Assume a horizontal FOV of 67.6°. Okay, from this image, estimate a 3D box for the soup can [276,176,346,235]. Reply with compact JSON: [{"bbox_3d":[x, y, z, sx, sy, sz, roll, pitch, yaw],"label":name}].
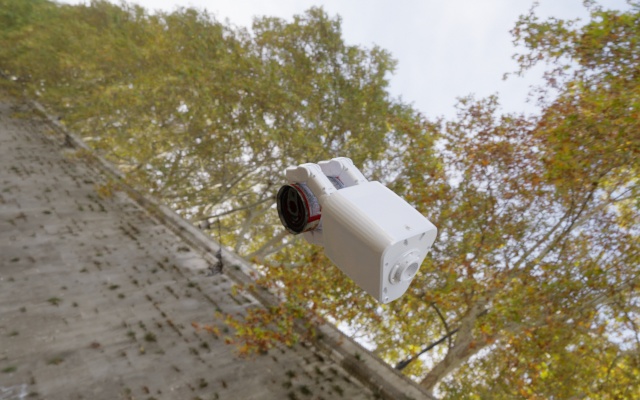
[{"bbox_3d":[0.000,0.002,0.658,0.102,0.068,0.068,-15,9,-36],"label":"soup can"}]
